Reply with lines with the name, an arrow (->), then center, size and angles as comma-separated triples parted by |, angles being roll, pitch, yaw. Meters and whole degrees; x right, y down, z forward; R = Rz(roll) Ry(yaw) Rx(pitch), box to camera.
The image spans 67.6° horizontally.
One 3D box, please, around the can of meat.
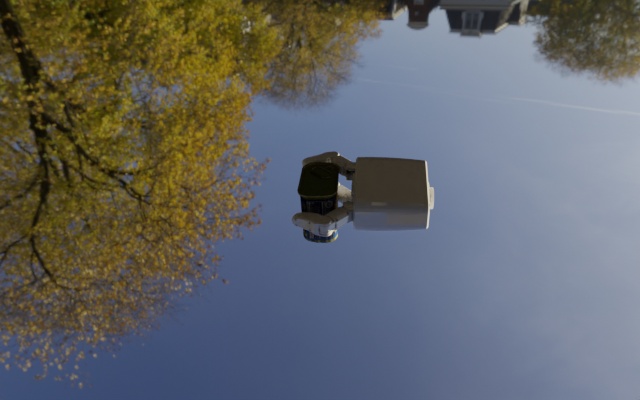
can of meat -> 0.000, 0.003, 0.720 | 0.057, 0.084, 0.102 | -1, 32, 5
